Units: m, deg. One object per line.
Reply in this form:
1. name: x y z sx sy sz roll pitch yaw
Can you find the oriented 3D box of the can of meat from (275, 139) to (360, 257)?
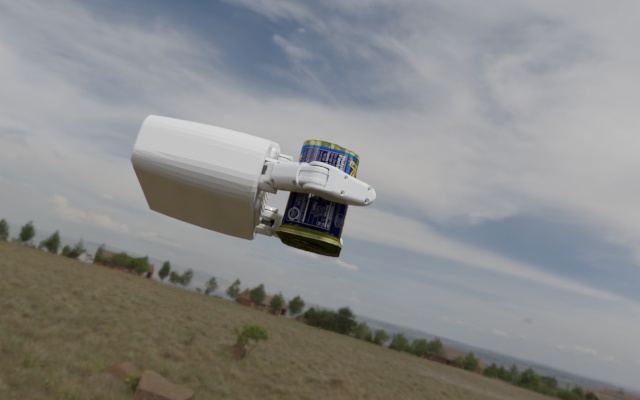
1. can of meat: 0.000 0.001 0.437 0.057 0.084 0.102 14 -13 4
